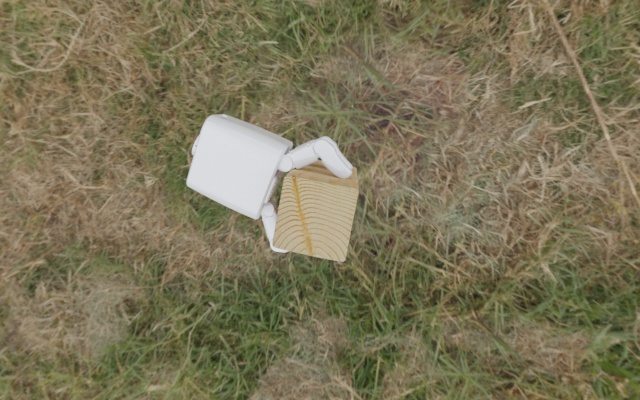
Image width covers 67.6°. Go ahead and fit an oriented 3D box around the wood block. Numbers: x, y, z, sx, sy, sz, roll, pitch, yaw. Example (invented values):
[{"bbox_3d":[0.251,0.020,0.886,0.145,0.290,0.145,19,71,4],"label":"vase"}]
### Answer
[{"bbox_3d":[0.000,0.002,0.651,0.090,0.091,0.206,11,12,1],"label":"wood block"}]
